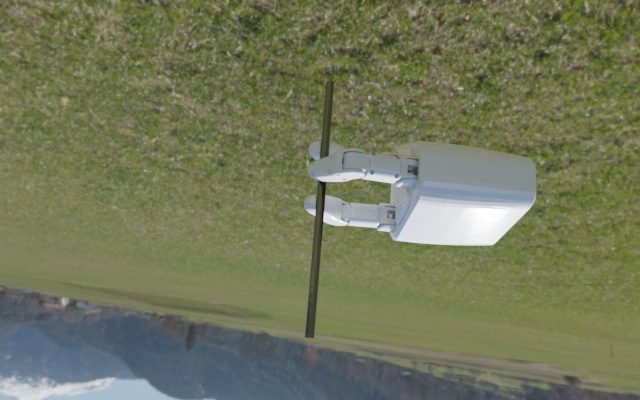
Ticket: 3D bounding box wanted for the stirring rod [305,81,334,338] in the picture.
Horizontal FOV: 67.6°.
[{"bbox_3d":[0.000,0.001,0.438,0.011,0.239,0.011,4,-13,1],"label":"stirring rod"}]
